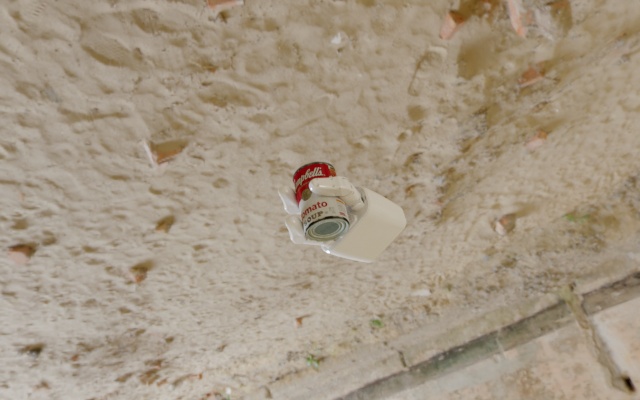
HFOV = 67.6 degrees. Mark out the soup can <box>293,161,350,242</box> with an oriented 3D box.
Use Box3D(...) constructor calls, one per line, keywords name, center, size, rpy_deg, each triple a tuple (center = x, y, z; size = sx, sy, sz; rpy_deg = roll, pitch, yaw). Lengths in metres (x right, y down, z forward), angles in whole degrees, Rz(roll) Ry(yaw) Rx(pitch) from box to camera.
Box3D(name="soup can", center=(0.000, 0.002, 0.711), size=(0.068, 0.102, 0.069), rpy_deg=(-10, -33, -6))
